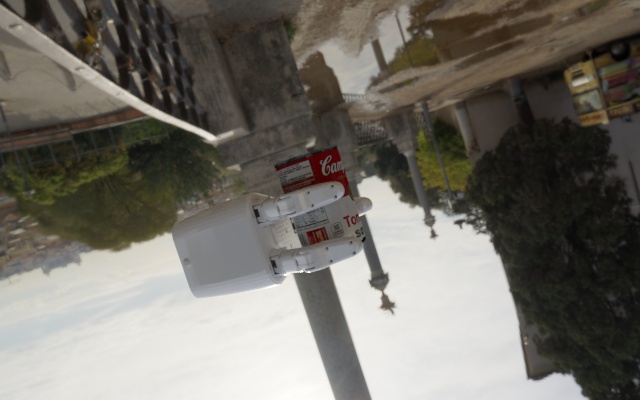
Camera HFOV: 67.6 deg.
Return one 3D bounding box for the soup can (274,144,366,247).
[{"bbox_3d":[0.001,0.002,0.489,0.068,0.102,0.068,-18,3,1],"label":"soup can"}]
